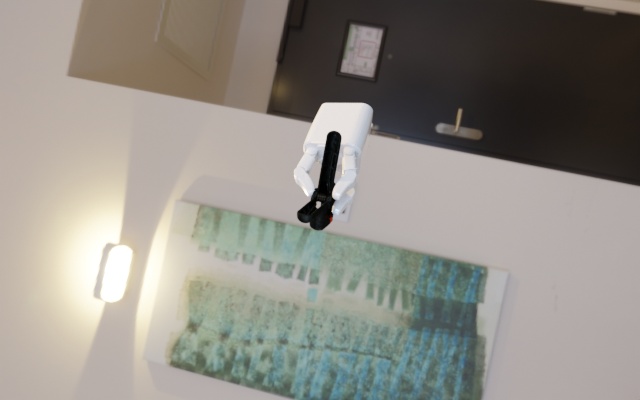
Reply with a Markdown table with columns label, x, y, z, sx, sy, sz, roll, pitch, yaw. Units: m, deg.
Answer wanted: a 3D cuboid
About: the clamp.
| label | x | y | z | sx | sy | sz | roll | pitch | yaw |
| --- | --- | --- | --- | --- | --- | --- | --- | --- | --- |
| clamp | -0.001 | 0.003 | 0.824 | 0.036 | 0.164 | 0.210 | 17 | -29 | 11 |
